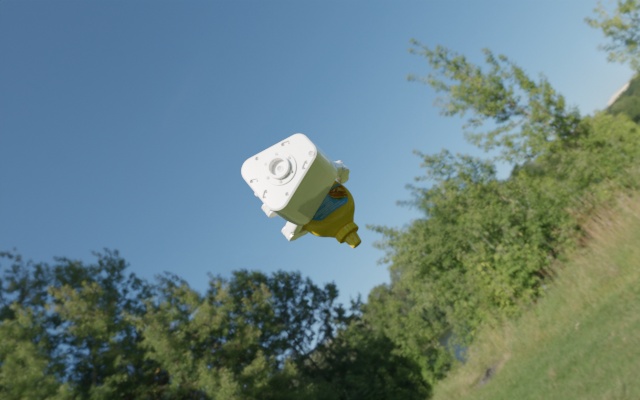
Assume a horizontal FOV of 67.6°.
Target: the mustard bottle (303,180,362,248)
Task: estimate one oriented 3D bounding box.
[{"bbox_3d":[0.000,0.003,0.791,0.096,0.191,0.058,-34,-21,-19],"label":"mustard bottle"}]
